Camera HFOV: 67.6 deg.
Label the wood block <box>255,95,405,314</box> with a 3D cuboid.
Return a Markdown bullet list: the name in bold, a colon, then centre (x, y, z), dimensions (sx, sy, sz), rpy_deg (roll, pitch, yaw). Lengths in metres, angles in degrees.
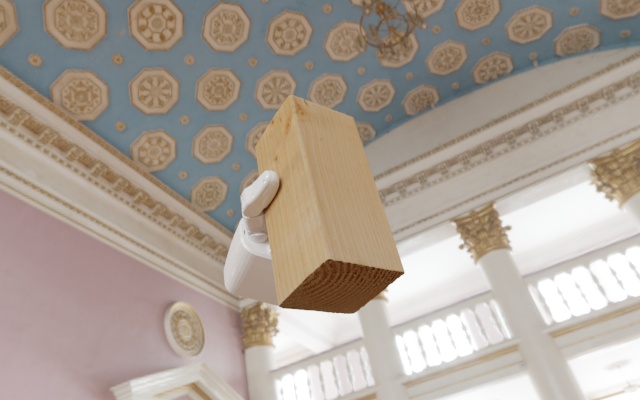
- **wood block**: centre (0.000, 0.002, 0.496), dimensions (0.091, 0.206, 0.090), rpy_deg (13, -44, -32)
